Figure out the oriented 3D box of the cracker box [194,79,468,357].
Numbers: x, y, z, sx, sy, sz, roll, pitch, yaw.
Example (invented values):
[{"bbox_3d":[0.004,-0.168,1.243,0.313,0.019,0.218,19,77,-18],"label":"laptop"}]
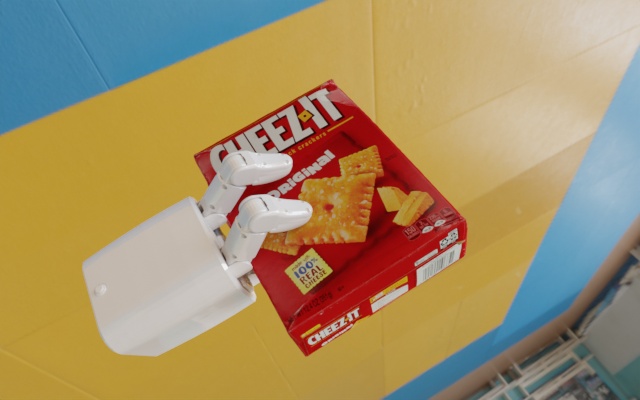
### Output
[{"bbox_3d":[0.000,0.002,0.435,0.164,0.213,0.072,-30,-35,-8],"label":"cracker box"}]
